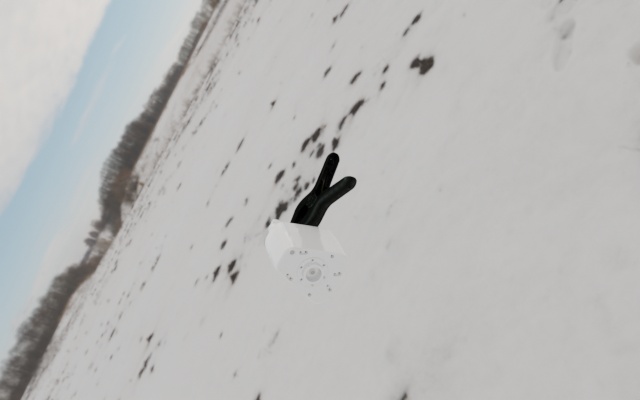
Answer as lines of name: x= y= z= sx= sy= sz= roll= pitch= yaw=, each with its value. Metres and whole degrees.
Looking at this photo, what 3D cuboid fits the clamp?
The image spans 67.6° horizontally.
clamp: x=0.000 y=0.003 z=0.832 sx=0.039 sy=0.171 sz=0.120 roll=27 pitch=8 yaw=-20
